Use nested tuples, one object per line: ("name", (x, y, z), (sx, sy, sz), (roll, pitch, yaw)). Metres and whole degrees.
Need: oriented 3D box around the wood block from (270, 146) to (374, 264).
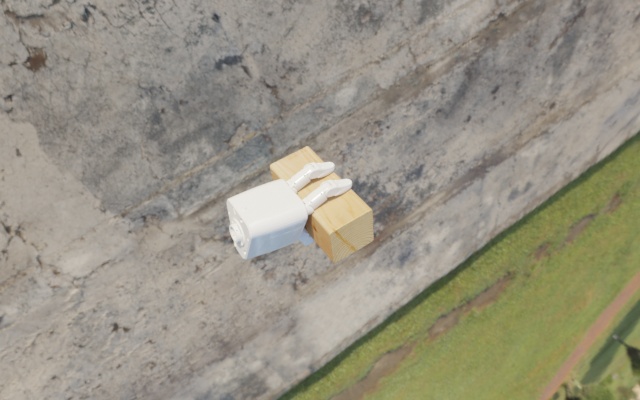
("wood block", (0.000, 0.003, 0.881), (0.090, 0.091, 0.206), (-29, 51, -17))
